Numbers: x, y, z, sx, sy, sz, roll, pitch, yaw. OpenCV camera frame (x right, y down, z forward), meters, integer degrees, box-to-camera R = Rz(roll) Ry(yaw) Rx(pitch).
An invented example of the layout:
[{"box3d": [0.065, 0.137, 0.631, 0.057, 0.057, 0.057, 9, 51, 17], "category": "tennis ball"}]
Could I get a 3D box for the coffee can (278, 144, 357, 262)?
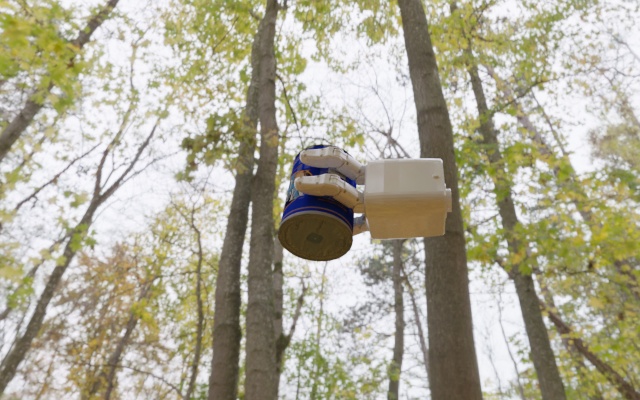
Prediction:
[{"box3d": [0.000, 0.002, 0.691, 0.103, 0.140, 0.103, 4, -43, 4], "category": "coffee can"}]
